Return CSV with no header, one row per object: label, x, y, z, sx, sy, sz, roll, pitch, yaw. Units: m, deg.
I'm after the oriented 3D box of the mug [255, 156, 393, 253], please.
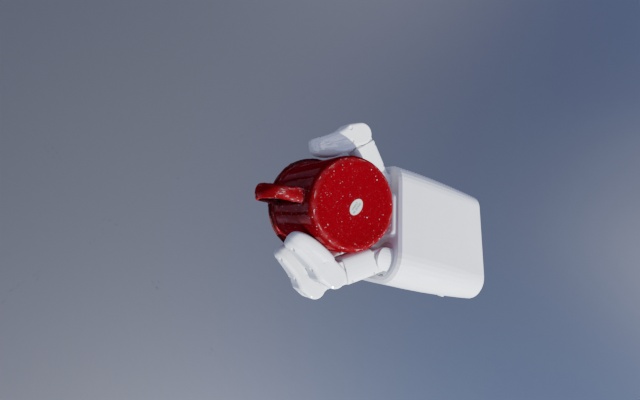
mug,-0.001,0.001,0.421,0.117,0.093,0.081,15,-9,-26
